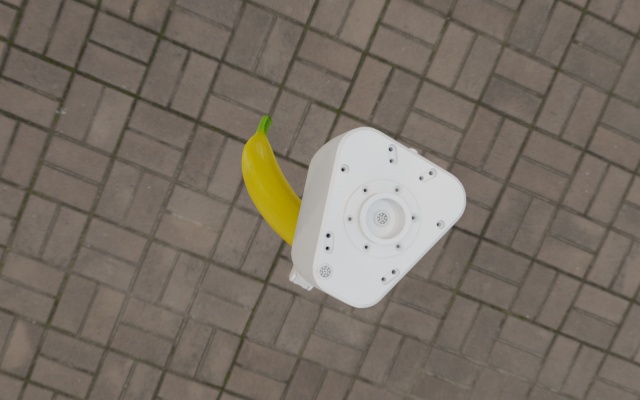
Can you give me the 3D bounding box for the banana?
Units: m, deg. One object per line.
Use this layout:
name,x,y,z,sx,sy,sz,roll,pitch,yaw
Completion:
banana,-0.016,0.010,0.457,0.069,0.198,0.037,-38,0,-16
